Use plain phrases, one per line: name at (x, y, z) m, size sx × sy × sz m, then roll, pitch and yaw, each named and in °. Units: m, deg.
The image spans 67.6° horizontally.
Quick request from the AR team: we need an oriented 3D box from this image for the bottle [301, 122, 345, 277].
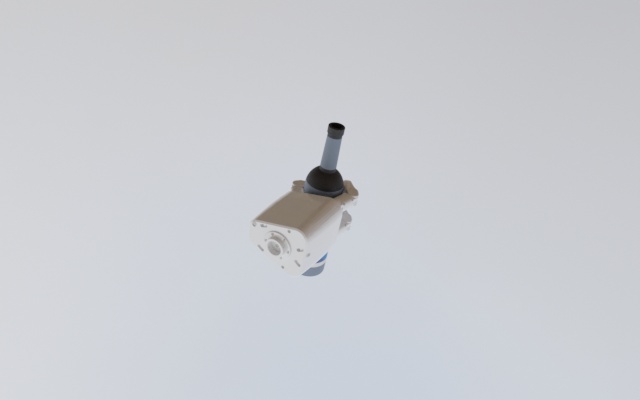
bottle at (0.000, 0.003, 0.830) m, size 0.069 × 0.296 × 0.069 m, roll 8°, pitch 34°, yaw -6°
